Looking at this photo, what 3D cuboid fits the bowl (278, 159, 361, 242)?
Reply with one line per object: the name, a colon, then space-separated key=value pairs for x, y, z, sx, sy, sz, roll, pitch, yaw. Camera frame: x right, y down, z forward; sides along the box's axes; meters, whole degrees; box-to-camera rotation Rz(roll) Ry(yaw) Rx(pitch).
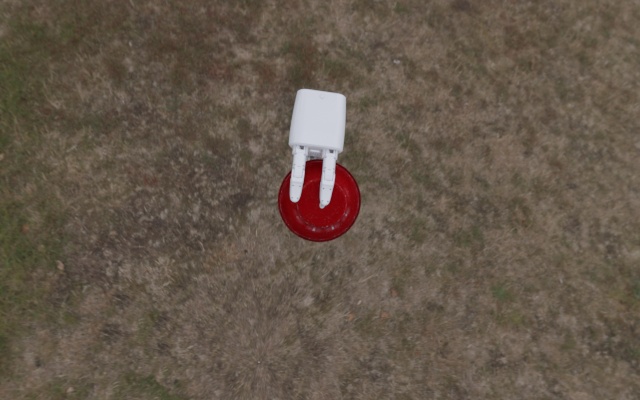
bowl: x=0.000 y=0.004 z=0.897 sx=0.162 sy=0.162 sz=0.055 roll=0 pitch=5 yaw=-4
